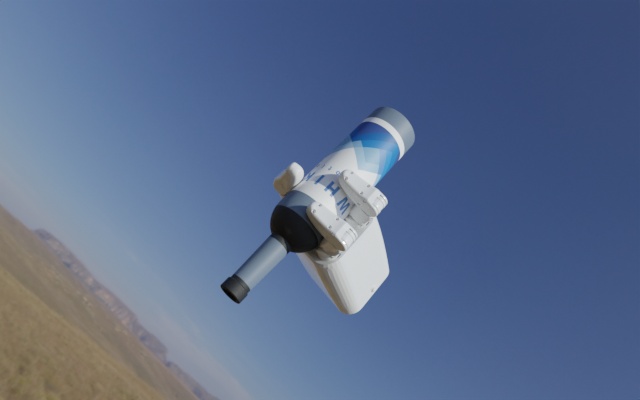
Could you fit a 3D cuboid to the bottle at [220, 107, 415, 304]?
[{"bbox_3d":[0.000,0.002,0.551,0.295,0.069,0.069,-45,24,-25],"label":"bottle"}]
